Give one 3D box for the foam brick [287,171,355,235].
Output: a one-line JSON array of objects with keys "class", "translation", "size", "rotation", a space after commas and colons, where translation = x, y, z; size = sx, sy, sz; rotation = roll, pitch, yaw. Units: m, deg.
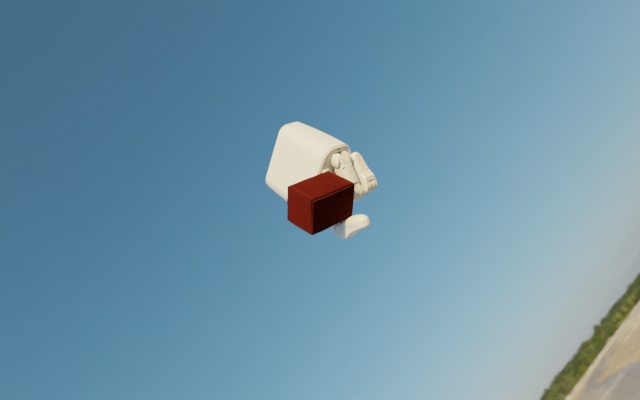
[{"class": "foam brick", "translation": [0.000, 0.002, 0.634], "size": [0.078, 0.053, 0.051], "rotation": [-23, 38, -38]}]
